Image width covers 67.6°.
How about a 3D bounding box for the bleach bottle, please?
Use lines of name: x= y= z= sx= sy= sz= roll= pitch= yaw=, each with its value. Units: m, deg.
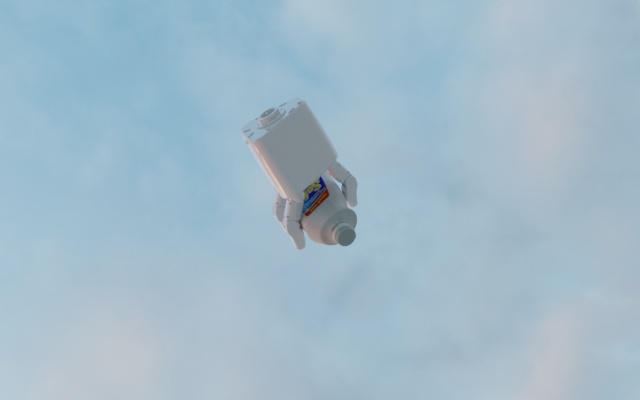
bleach bottle: x=0.000 y=0.003 z=0.780 sx=0.102 sy=0.068 sz=0.250 roll=-34 pitch=30 yaw=-6
